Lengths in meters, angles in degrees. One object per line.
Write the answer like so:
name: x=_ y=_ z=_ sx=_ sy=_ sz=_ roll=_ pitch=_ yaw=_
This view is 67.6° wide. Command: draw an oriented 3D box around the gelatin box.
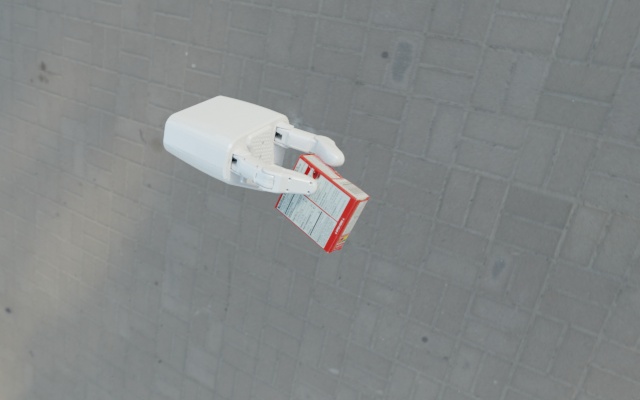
gelatin box: x=0.000 y=0.002 z=0.525 sx=0.089 sy=0.073 sz=0.030 roll=39 pitch=28 yaw=25
